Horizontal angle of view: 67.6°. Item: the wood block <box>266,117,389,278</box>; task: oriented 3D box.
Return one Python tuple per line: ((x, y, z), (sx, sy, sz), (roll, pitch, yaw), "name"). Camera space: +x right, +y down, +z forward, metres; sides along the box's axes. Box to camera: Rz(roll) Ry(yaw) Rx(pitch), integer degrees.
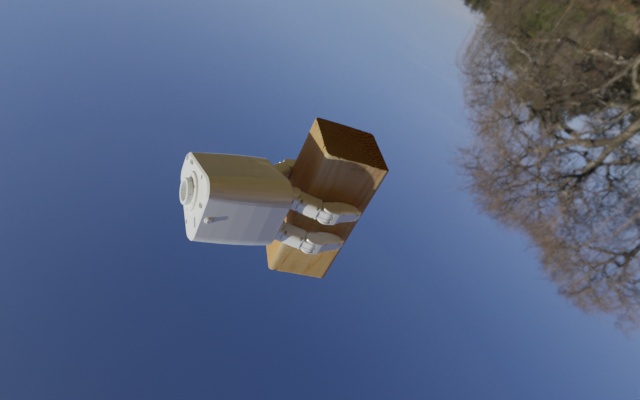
((0.000, 0.002, 0.668), (0.090, 0.206, 0.090), (13, 36, -22), "wood block")
